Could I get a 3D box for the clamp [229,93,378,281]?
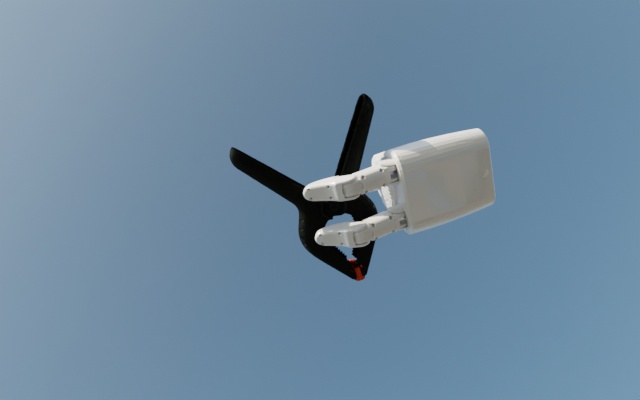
[{"bbox_3d":[0.000,0.002,0.542,0.164,0.210,0.036,-16,20,-6],"label":"clamp"}]
